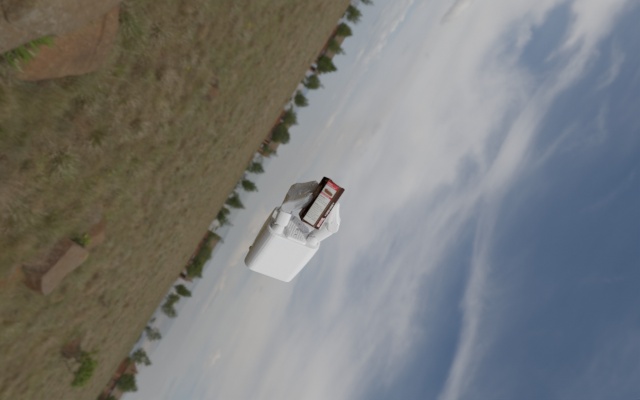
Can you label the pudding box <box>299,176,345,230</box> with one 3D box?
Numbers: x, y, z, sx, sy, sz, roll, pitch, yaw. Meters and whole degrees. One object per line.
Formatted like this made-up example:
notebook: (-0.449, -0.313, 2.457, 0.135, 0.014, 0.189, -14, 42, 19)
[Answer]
pudding box: (0.000, 0.003, 0.872, 0.039, 0.090, 0.113, 33, 1, -9)
